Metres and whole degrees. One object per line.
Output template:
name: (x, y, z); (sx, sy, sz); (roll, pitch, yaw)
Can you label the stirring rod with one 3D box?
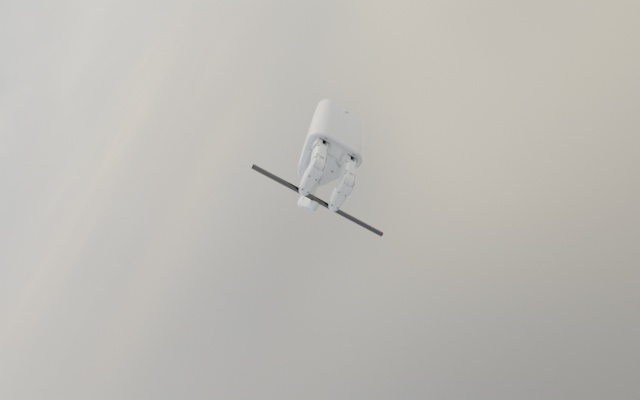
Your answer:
stirring rod: (0.000, 0.002, 0.748); (0.239, 0.011, 0.011); (28, -10, -18)
